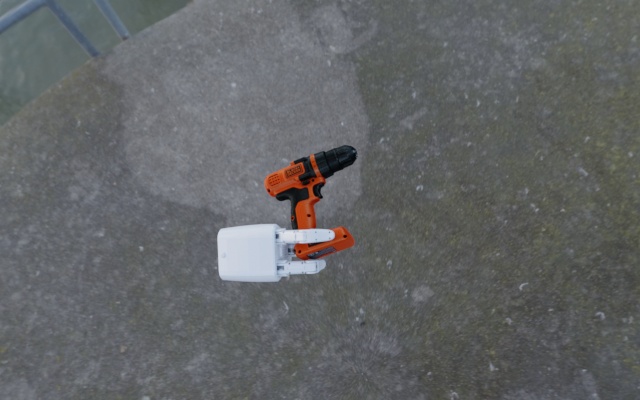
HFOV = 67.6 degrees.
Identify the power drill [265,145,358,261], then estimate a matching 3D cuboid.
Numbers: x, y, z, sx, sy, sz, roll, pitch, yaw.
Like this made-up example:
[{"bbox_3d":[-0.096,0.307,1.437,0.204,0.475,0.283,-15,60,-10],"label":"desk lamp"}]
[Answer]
[{"bbox_3d":[0.000,0.003,0.866,0.184,0.187,0.057,-22,-26,13],"label":"power drill"}]
